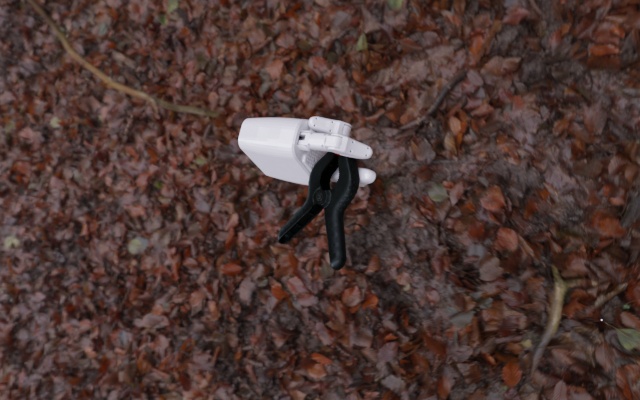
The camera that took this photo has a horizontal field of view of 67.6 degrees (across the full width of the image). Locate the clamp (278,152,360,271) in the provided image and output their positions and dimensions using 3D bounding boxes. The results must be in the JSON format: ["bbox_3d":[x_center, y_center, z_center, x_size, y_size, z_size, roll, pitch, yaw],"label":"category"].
[{"bbox_3d":[0.000,0.002,0.665,0.120,0.171,0.039,10,-7,32],"label":"clamp"}]
